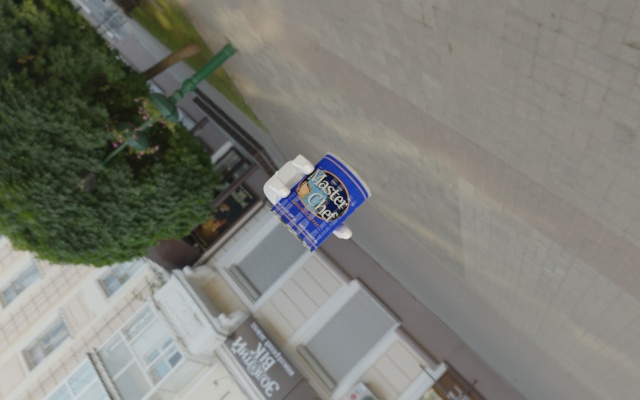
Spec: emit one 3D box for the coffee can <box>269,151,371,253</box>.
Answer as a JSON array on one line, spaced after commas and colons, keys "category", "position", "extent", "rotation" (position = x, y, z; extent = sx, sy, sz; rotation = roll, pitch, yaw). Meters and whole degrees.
[{"category": "coffee can", "position": [0.000, 0.003, 0.797], "extent": [0.140, 0.103, 0.103], "rotation": [-44, 6, -6]}]
